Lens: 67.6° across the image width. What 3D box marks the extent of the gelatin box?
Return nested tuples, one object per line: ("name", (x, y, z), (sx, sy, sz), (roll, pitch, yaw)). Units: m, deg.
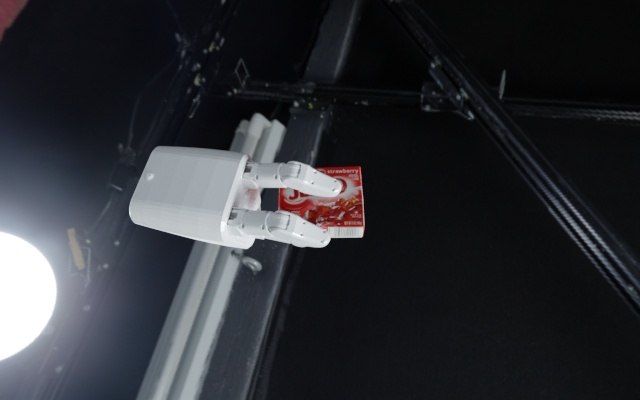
("gelatin box", (0.000, 0.002, 0.508), (0.089, 0.073, 0.030), (-1, -29, 0))
